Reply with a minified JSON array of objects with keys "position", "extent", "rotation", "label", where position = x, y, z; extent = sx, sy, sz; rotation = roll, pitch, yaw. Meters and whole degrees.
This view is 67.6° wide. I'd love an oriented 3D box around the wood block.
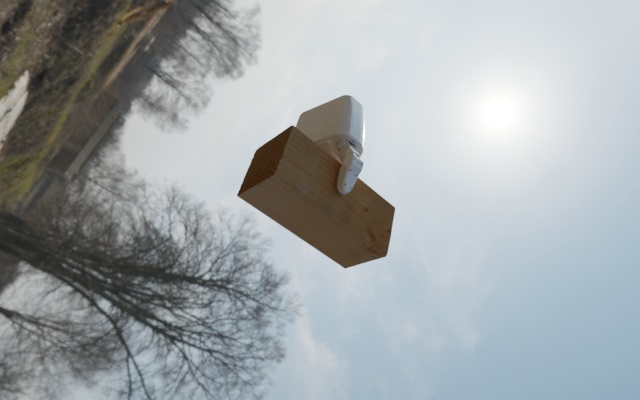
[{"position":[0.000,0.002,0.675],"extent":[0.206,0.090,0.091],"rotation":[36,-39,-26],"label":"wood block"}]
